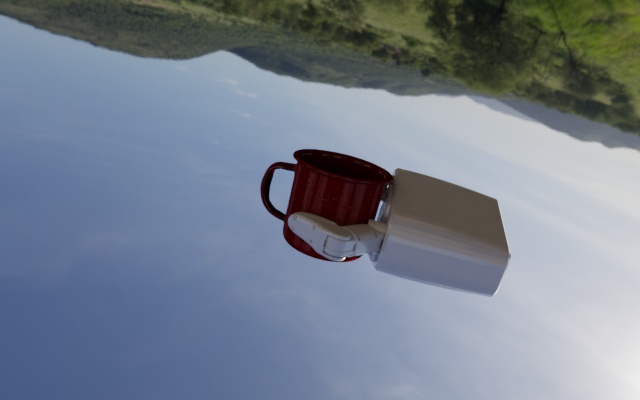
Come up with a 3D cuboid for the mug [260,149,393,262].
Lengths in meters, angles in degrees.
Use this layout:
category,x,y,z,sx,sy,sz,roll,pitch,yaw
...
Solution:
category,x,y,z,sx,sy,sz,roll,pitch,yaw
mug,-0.001,0.001,0.444,0.117,0.081,0.093,15,18,3
